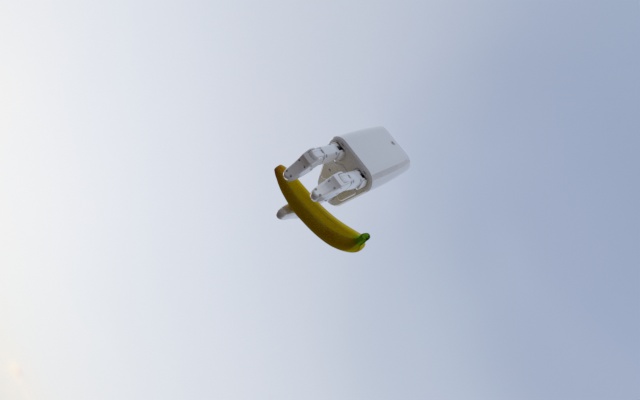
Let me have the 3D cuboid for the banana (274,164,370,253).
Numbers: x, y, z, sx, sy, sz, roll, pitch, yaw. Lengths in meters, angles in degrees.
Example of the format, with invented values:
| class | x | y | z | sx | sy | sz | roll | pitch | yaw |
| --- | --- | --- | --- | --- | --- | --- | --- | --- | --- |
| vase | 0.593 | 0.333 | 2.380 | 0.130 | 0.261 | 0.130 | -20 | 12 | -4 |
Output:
| class | x | y | z | sx | sy | sz | roll | pitch | yaw |
| --- | --- | --- | --- | --- | --- | --- | --- | --- | --- |
| banana | 0.001 | 0.019 | 0.675 | 0.037 | 0.070 | 0.197 | -25 | 47 | -35 |
